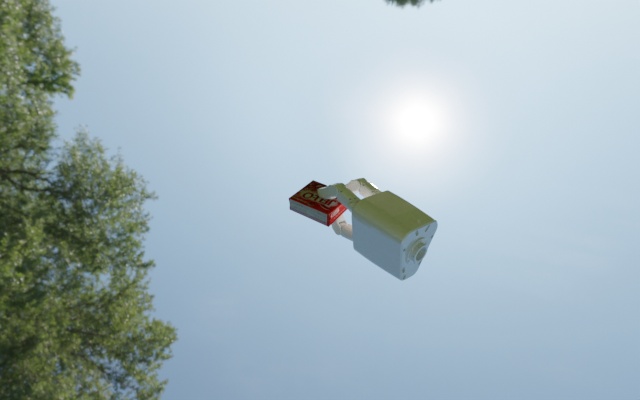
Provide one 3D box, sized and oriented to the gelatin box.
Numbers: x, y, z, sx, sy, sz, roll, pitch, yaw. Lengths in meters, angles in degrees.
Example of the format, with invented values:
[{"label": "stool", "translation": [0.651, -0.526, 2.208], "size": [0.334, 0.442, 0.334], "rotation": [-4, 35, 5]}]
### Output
[{"label": "gelatin box", "translation": [0.000, 0.003, 0.851], "size": [0.089, 0.030, 0.073], "rotation": [22, 41, 29]}]
